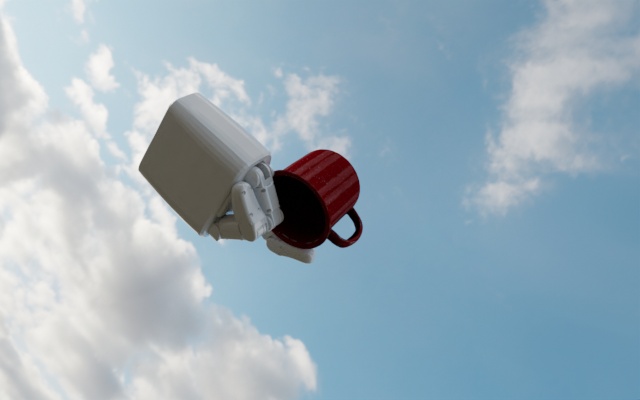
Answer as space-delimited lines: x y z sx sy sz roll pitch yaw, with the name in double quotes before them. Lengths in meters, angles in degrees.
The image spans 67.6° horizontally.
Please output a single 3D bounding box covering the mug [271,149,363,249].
"mug" 0.001 0.003 0.526 0.081 0.117 0.093 -40 -10 -46
